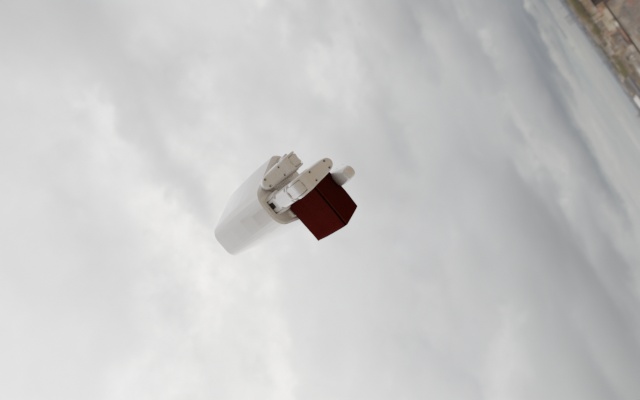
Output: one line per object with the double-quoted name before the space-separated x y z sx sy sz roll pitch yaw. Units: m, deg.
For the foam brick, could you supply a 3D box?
"foam brick" 0.000 0.002 0.617 0.051 0.078 0.053 -35 8 32
